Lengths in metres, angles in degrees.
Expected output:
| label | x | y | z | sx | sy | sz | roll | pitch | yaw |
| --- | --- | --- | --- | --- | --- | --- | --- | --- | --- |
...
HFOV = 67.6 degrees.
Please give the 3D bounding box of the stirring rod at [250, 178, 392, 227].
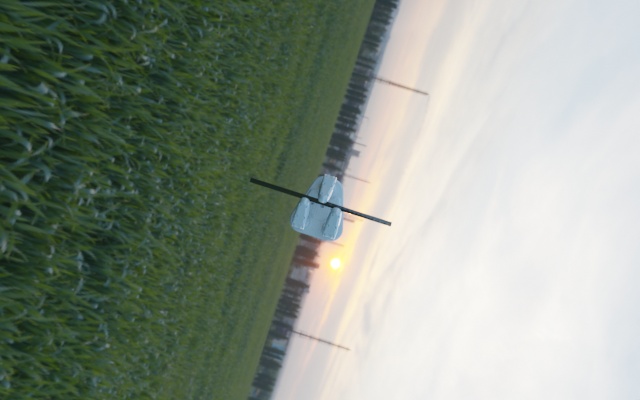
| label | x | y | z | sx | sy | sz | roll | pitch | yaw |
| --- | --- | --- | --- | --- | --- | --- | --- | --- | --- |
| stirring rod | 0.000 | 0.002 | 0.778 | 0.239 | 0.011 | 0.011 | 18 | 0 | 2 |
